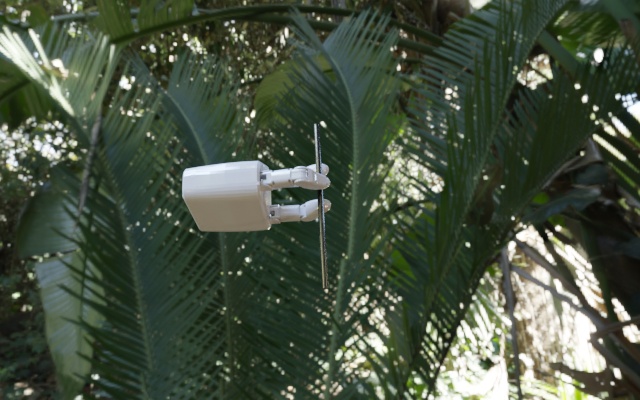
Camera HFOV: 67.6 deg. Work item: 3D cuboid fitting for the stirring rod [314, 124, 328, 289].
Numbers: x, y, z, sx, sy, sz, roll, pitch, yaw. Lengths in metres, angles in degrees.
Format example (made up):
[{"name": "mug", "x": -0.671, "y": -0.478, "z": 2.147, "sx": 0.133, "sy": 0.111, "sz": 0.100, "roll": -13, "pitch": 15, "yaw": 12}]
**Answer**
[{"name": "stirring rod", "x": 0.000, "y": 0.002, "z": 0.669, "sx": 0.011, "sy": 0.239, "sz": 0.011, "roll": -3, "pitch": -18, "yaw": -1}]
